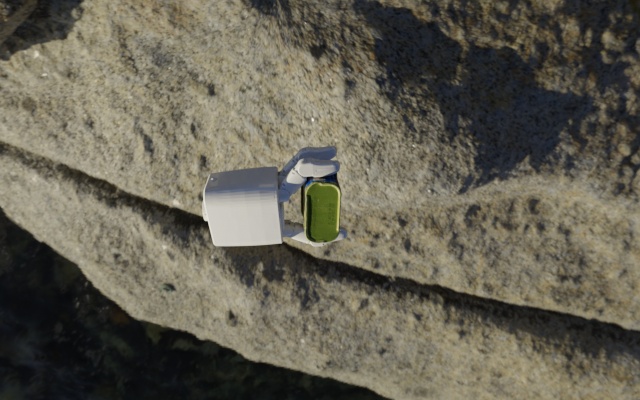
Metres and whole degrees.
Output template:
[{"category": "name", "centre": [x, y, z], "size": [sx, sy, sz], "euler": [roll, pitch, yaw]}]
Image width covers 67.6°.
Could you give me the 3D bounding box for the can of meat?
[{"category": "can of meat", "centre": [0.000, 0.003, 0.715], "size": [0.057, 0.102, 0.084], "euler": [-1, 24, -4]}]
